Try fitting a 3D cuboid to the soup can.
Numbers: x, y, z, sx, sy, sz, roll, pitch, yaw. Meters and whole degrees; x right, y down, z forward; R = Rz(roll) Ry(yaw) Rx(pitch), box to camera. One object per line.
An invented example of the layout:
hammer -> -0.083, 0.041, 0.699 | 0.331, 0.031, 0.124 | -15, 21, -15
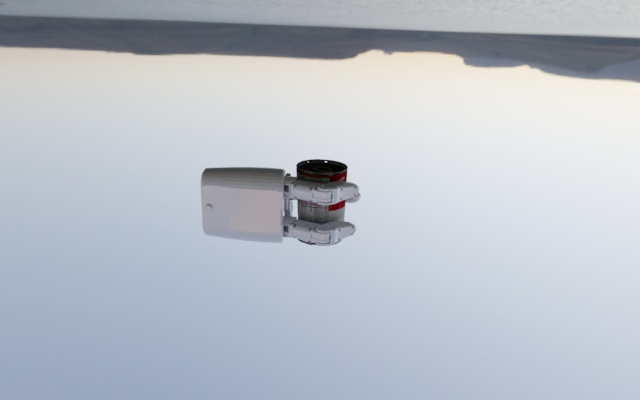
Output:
soup can -> 0.001, 0.002, 0.641 | 0.068, 0.102, 0.068 | 2, 19, -1
